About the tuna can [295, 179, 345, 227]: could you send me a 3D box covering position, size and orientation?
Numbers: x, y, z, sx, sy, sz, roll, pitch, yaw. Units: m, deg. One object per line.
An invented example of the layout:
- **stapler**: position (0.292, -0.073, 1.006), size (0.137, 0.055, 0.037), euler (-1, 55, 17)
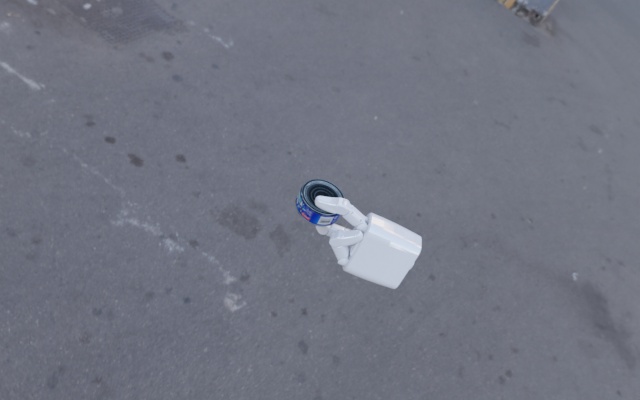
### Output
- **tuna can**: position (0.000, 0.002, 0.856), size (0.086, 0.086, 0.034), euler (0, -38, -25)
